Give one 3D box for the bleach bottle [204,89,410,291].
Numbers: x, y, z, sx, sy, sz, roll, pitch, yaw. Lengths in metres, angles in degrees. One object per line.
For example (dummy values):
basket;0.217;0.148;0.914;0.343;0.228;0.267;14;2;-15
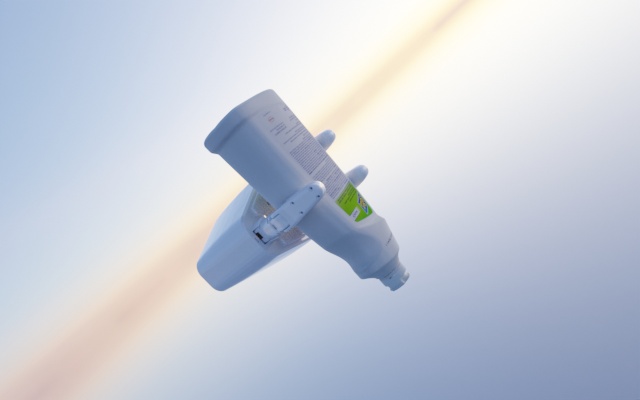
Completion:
bleach bottle;0.000;0.002;0.504;0.068;0.251;0.102;-39;7;34
